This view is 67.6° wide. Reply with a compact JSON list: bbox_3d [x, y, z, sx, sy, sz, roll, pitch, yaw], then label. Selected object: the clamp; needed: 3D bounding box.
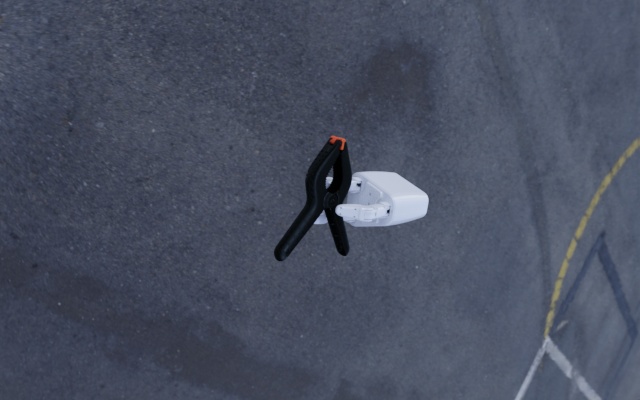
[{"bbox_3d":[0.001,0.002,0.765,0.036,0.210,0.164,20,19,41],"label":"clamp"}]
